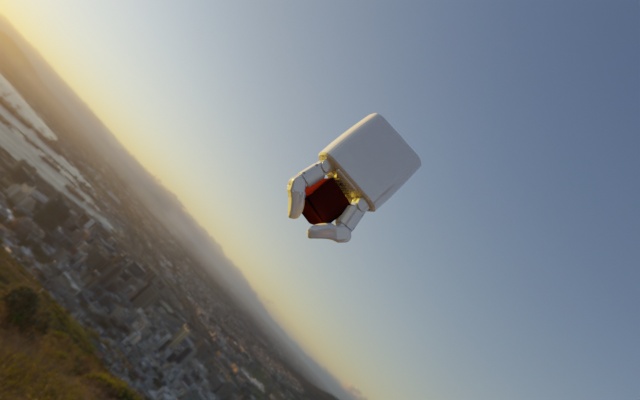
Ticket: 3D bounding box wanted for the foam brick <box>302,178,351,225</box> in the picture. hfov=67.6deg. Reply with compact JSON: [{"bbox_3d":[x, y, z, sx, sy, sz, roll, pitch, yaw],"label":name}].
[{"bbox_3d":[0.000,0.002,0.713,0.051,0.053,0.078,-38,14,-15],"label":"foam brick"}]
